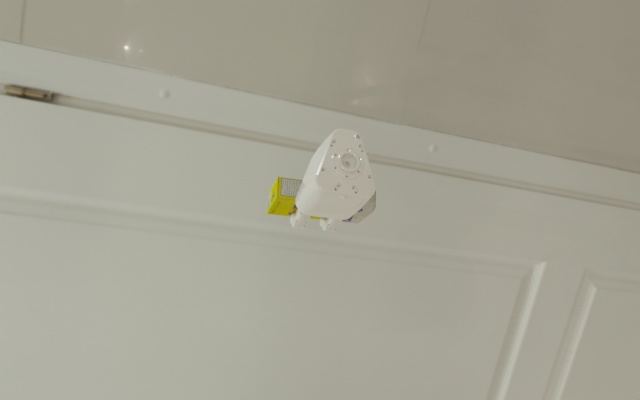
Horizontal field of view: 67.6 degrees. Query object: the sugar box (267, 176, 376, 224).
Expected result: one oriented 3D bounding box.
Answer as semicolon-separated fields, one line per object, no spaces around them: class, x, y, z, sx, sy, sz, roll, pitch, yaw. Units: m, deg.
sugar box;0.000;0.003;0.843;0.176;0.048;0.093;9;-21;-14
